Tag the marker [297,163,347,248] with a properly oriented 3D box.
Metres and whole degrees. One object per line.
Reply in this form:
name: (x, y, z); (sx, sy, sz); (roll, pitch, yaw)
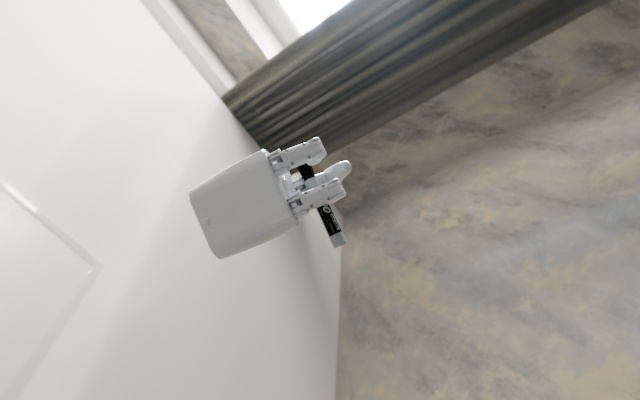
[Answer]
marker: (0.000, 0.002, 0.604); (0.020, 0.121, 0.020); (-24, -8, -4)
